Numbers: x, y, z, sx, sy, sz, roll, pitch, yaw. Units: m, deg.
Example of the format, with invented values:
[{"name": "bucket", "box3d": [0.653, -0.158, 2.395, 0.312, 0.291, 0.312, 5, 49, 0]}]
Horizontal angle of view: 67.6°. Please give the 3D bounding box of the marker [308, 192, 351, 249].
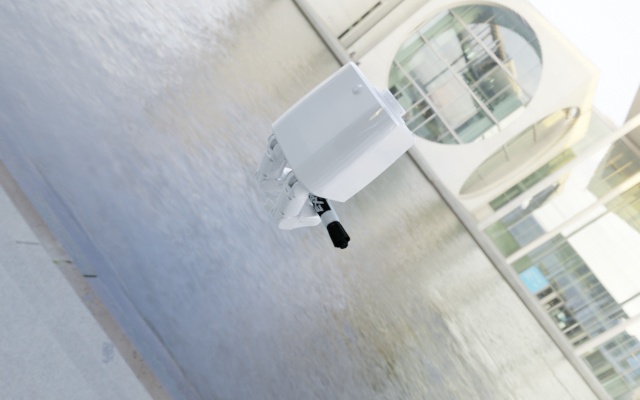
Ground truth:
[{"name": "marker", "box3d": [0.000, 0.002, 0.511, 0.020, 0.121, 0.020, -19, -34, -14]}]
